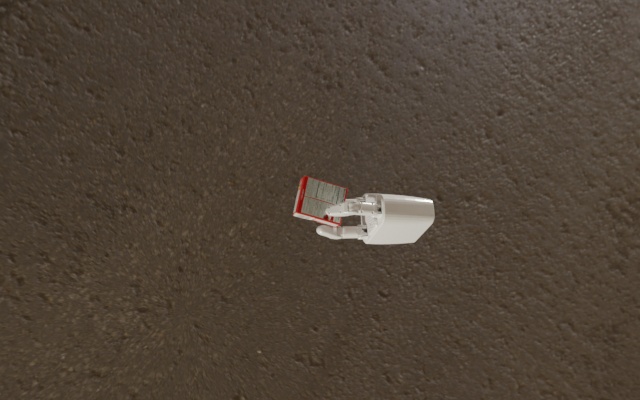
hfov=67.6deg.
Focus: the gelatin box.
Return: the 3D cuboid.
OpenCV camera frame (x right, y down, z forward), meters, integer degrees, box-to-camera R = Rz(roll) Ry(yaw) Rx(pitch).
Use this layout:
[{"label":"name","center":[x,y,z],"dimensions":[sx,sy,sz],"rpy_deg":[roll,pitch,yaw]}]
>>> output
[{"label":"gelatin box","center":[0.000,0.003,0.877],"dimensions":[0.089,0.073,0.030],"rpy_deg":[16,-17,-15]}]
